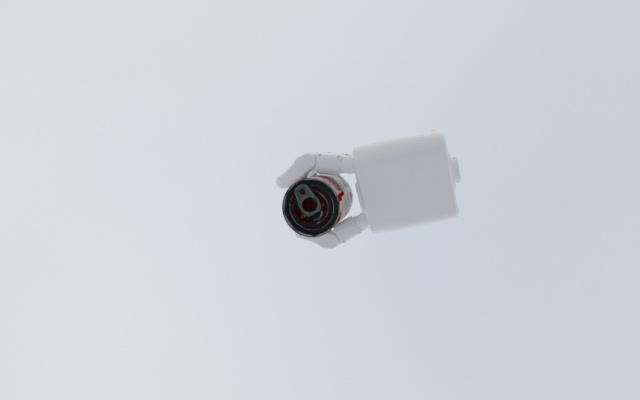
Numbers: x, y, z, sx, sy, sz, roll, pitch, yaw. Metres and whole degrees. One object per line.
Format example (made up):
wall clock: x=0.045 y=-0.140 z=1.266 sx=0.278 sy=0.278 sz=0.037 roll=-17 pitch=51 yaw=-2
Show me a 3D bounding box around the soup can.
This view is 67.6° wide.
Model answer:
soup can: x=0.000 y=0.002 z=0.586 sx=0.068 sy=0.068 sz=0.102 roll=0 pitch=8 yaw=13
